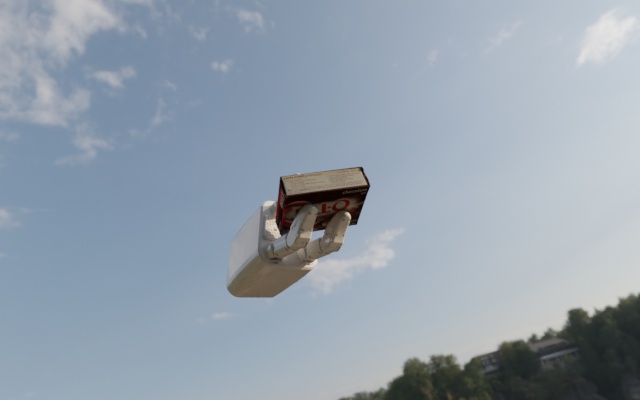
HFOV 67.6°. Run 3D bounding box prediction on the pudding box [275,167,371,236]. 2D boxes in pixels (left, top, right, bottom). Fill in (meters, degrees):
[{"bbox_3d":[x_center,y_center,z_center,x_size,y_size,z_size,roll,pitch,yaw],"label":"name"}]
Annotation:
[{"bbox_3d":[0.000,0.002,0.625,0.113,0.039,0.090,-10,-33,-16],"label":"pudding box"}]
